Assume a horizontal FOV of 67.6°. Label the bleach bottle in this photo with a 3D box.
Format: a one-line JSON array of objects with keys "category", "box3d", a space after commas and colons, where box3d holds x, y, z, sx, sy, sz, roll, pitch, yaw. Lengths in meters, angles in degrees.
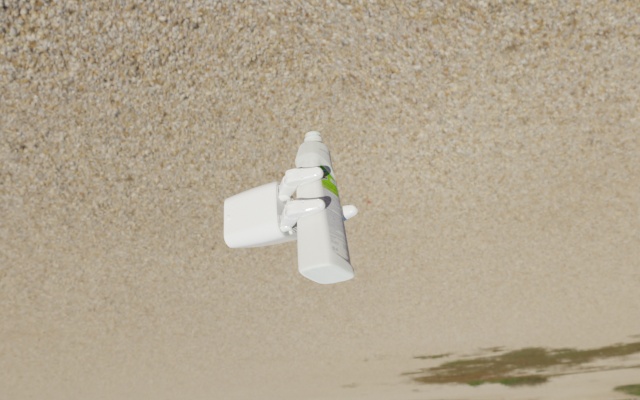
[{"category": "bleach bottle", "box3d": [0.000, 0.003, 0.787, 0.068, 0.250, 0.103, -16, -27, 22]}]
